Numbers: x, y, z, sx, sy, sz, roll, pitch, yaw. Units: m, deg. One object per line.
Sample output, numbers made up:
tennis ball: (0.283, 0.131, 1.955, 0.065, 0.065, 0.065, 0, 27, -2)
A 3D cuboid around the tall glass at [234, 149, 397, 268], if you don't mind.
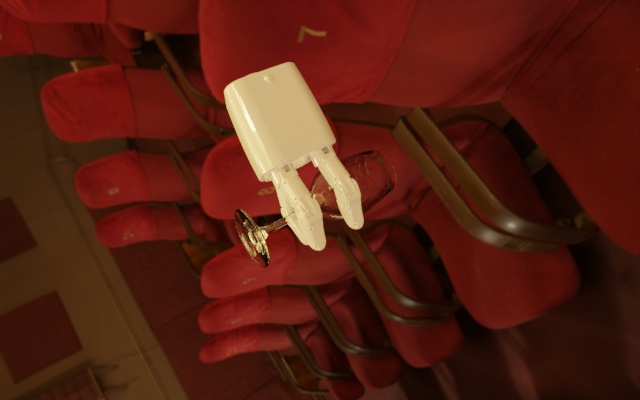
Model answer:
tall glass: (0.000, 0.002, 0.585, 0.201, 0.079, 0.079, -27, 13, -26)
